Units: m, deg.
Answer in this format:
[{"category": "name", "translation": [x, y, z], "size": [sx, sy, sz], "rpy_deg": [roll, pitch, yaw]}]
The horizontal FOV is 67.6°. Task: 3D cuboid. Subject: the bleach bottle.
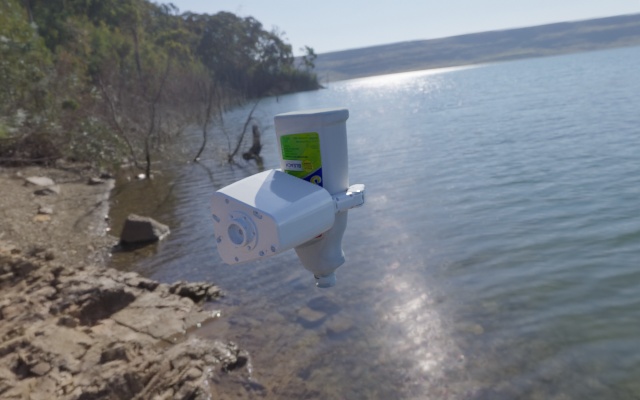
[{"category": "bleach bottle", "translation": [0.000, 0.002, 0.662], "size": [0.102, 0.251, 0.068], "rpy_deg": [3, 17, 35]}]
